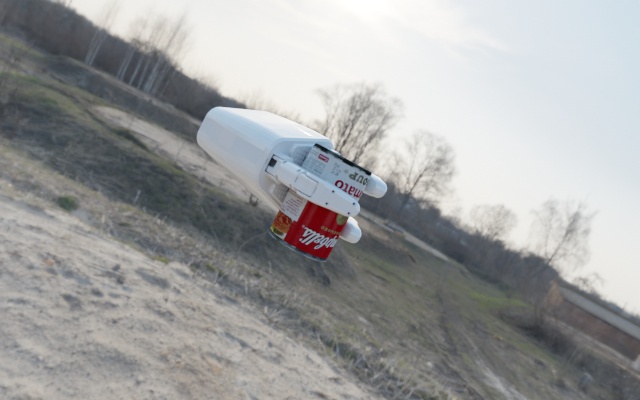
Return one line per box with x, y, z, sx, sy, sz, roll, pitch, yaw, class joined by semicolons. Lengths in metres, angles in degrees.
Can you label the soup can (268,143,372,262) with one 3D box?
0.001;0.002;0.486;0.068;0.102;0.068;28;5;-3;soup can
